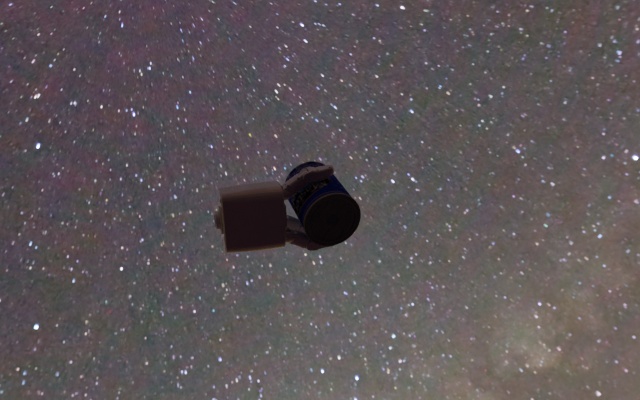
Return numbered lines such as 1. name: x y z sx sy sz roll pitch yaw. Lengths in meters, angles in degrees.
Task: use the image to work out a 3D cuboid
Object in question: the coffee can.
1. coffee can: 0.000 0.003 0.871 0.103 0.103 0.140 0 28 -20
